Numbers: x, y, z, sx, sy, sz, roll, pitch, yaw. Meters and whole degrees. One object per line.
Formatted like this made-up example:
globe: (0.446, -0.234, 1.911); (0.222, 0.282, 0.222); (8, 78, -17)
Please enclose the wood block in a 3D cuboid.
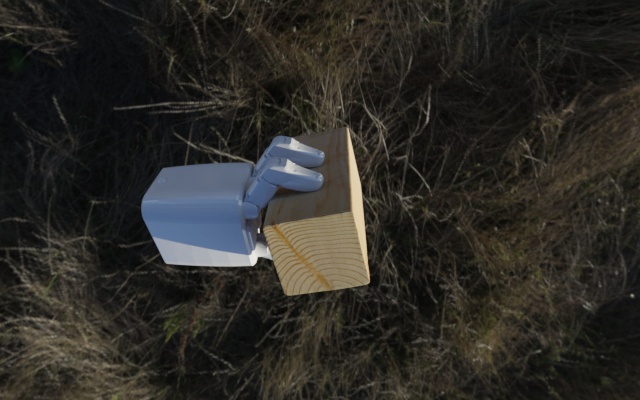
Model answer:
wood block: (0.000, 0.002, 0.549); (0.090, 0.091, 0.206); (-10, 30, 8)
